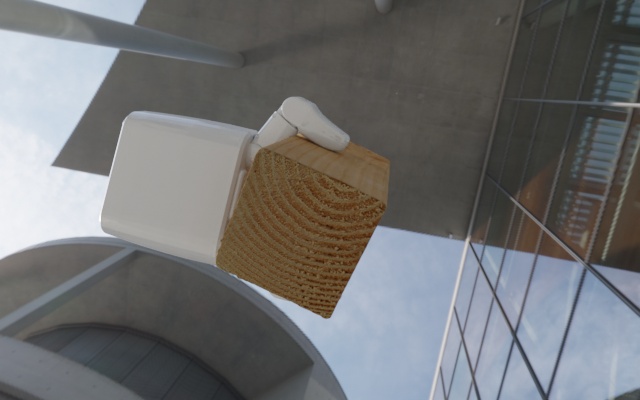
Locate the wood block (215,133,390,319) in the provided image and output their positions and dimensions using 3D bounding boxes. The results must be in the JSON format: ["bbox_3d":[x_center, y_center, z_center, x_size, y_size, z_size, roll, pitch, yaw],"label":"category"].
[{"bbox_3d":[0.000,0.001,0.405,0.090,0.091,0.206,25,15,3],"label":"wood block"}]
